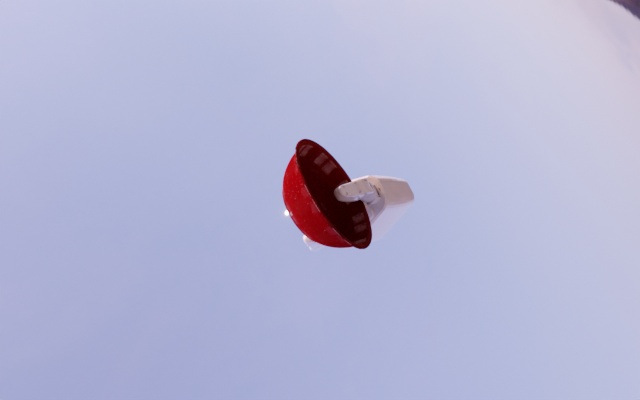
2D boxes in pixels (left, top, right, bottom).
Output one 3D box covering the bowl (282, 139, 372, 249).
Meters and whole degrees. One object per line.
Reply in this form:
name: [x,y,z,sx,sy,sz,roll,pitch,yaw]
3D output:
bowl: [-0.001,0.002,0.620,0.055,0.162,0.162,-31,-13,21]
